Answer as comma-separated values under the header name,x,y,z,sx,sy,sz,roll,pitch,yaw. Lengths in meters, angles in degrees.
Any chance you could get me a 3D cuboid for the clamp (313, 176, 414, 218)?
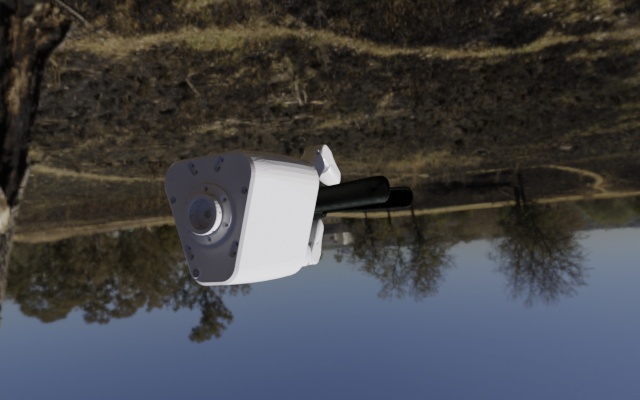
name,x,y,z,sx,sy,sz,roll,pitch,yaw
clamp,0.000,0.003,0.539,0.210,0.036,0.164,-7,-6,25
